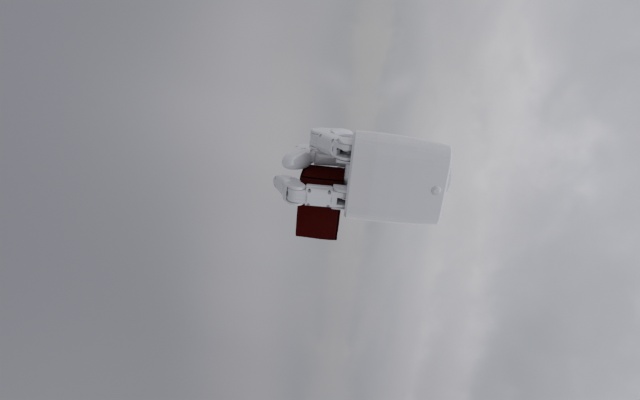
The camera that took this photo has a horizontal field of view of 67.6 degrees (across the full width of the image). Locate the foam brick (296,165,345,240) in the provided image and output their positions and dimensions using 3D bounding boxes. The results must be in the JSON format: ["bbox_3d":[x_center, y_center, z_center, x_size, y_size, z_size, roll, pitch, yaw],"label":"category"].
[{"bbox_3d":[0.000,0.002,0.576,0.051,0.078,0.053,6,21,2],"label":"foam brick"}]
